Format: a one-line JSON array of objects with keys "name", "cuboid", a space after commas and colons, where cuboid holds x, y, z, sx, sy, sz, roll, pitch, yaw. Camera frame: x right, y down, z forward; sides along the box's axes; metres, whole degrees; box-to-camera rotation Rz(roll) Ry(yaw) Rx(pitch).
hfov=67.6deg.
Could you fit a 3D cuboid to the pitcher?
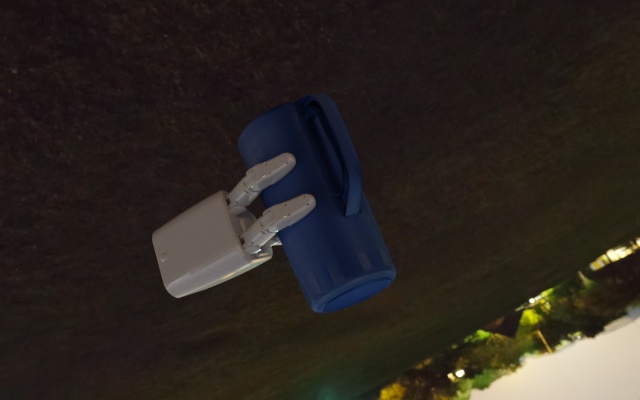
[{"name": "pitcher", "cuboid": [0.000, 0.002, 0.583, 0.145, 0.242, 0.149, -28, -23, 9]}]
